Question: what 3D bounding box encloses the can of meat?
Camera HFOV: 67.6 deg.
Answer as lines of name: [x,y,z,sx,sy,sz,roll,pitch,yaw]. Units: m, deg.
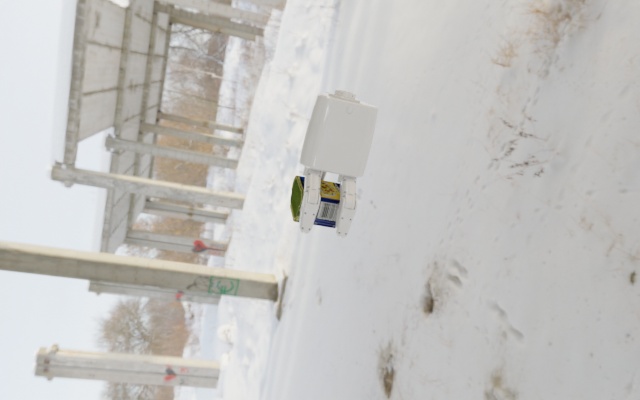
can of meat: [0.000,0.002,0.746,0.084,0.057,0.102,10,20,-13]
